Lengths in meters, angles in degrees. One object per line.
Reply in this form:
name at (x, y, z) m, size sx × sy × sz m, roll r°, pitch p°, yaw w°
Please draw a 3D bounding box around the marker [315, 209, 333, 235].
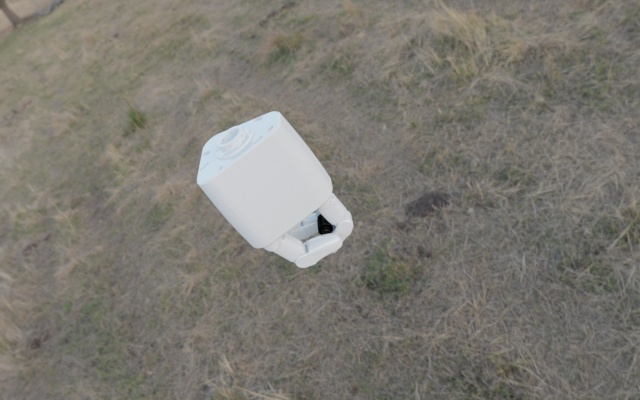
marker at (0.000, 0.002, 0.610) m, size 0.020 × 0.020 × 0.121 m, roll 0°, pitch 37°, yaw -7°
